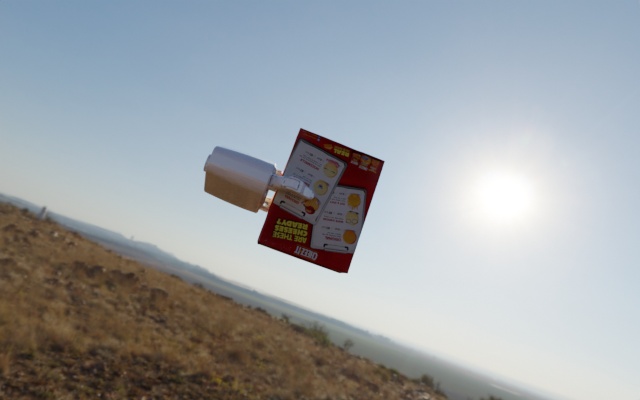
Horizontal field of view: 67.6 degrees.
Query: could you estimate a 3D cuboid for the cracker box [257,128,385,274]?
[{"bbox_3d":[0.000,0.003,0.847,0.164,0.213,0.072,21,-12,-6],"label":"cracker box"}]
